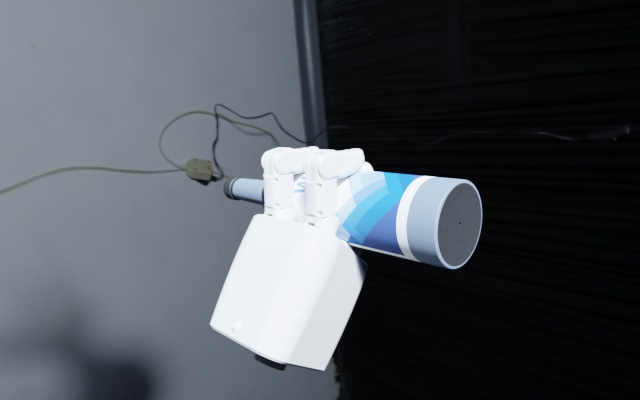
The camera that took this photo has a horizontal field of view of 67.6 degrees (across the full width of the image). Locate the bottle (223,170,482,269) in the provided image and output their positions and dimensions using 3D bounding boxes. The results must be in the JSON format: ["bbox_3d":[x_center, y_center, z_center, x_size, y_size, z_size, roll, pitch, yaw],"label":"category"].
[{"bbox_3d":[0.000,0.001,0.453,0.069,0.069,0.295,0,6,-44],"label":"bottle"}]
